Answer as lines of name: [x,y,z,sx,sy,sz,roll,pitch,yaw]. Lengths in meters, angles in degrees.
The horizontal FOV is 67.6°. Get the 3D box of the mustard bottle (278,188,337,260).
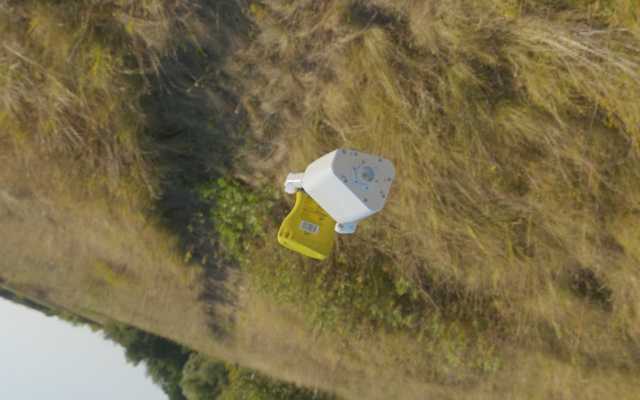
mustard bottle: [0.000,0.003,0.862,0.096,0.191,0.058,20,-21,5]
